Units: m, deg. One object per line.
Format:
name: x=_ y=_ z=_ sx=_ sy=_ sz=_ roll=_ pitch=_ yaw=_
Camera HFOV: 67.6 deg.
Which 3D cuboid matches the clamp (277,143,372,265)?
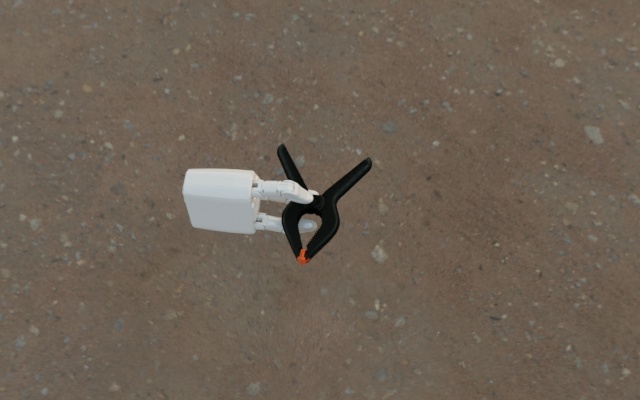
clamp: x=0.000 y=0.003 z=0.784 sx=0.164 sy=0.210 sz=0.036 roll=3 pitch=-24 yaw=4
